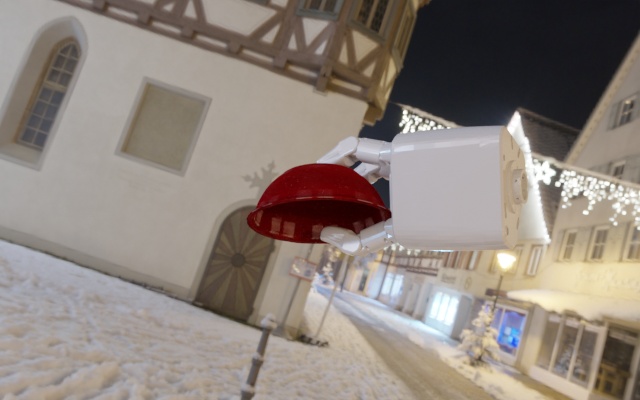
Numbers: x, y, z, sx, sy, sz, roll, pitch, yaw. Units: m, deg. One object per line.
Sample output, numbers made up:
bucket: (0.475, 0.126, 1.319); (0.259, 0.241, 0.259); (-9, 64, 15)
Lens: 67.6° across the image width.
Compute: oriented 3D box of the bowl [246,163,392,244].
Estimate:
bowl: (-0.001, 0.002, 0.534); (0.162, 0.055, 0.162); (-1, -21, 0)
